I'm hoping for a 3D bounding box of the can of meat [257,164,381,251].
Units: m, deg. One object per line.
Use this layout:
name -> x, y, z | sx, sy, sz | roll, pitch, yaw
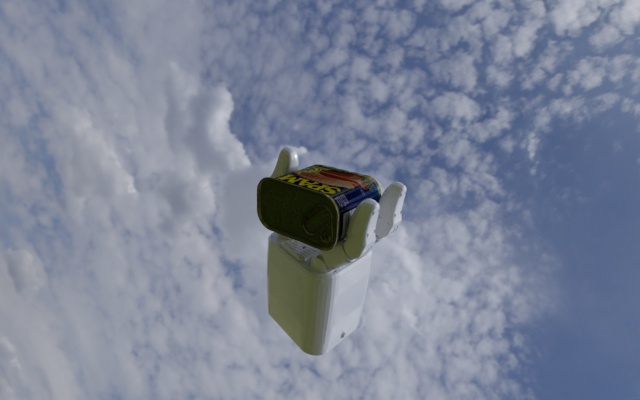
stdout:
can of meat -> 0.000, 0.001, 0.491 | 0.102, 0.057, 0.084 | 17, 26, 34
